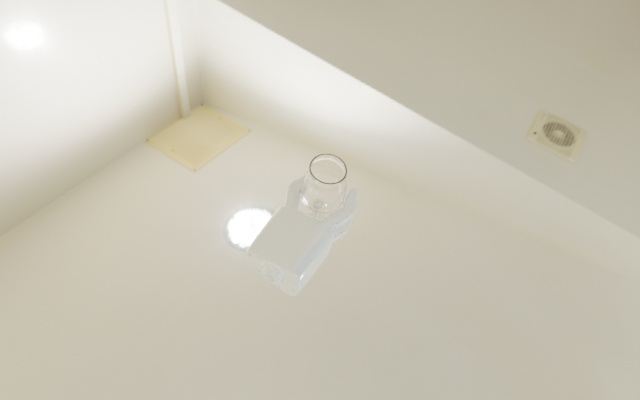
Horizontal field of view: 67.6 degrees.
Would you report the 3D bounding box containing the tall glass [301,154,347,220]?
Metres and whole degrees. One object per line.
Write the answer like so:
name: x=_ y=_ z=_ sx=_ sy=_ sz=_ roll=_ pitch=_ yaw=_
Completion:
tall glass: x=0.000 y=0.003 z=0.852 sx=0.079 sy=0.079 sz=0.201 roll=0 pitch=-33 yaw=-9
